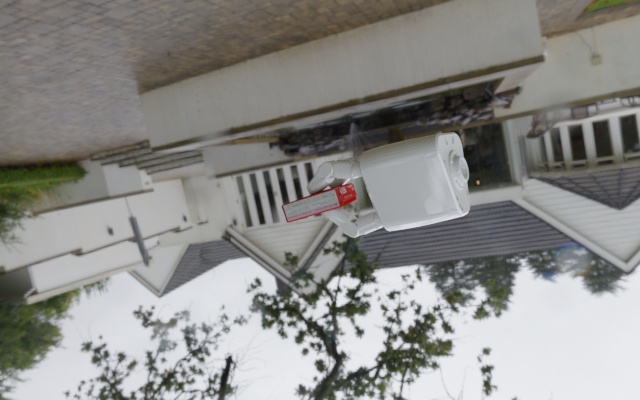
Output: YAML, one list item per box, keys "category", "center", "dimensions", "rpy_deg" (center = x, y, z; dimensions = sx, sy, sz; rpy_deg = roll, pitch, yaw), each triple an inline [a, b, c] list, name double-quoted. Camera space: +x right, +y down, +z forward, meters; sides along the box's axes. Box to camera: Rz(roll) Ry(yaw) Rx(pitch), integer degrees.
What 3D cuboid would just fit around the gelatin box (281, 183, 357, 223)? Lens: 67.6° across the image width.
- category: "gelatin box"
  center: [0.000, 0.003, 0.682]
  dimensions: [0.089, 0.030, 0.073]
  rpy_deg: [-18, 0, 22]
